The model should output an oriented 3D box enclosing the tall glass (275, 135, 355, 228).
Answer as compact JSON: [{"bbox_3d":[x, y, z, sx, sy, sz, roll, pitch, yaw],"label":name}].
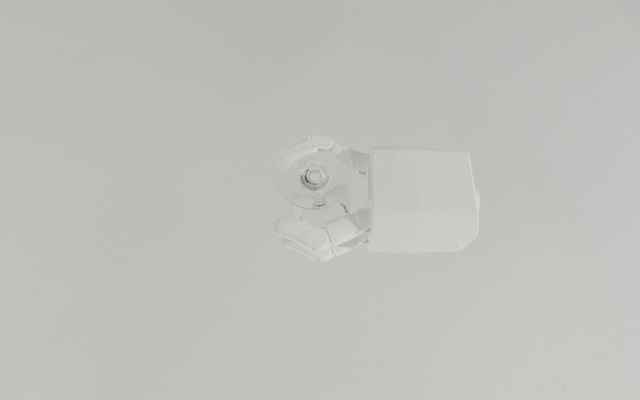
[{"bbox_3d":[0.000,0.002,0.541,0.079,0.079,0.201,0,-17,3],"label":"tall glass"}]
